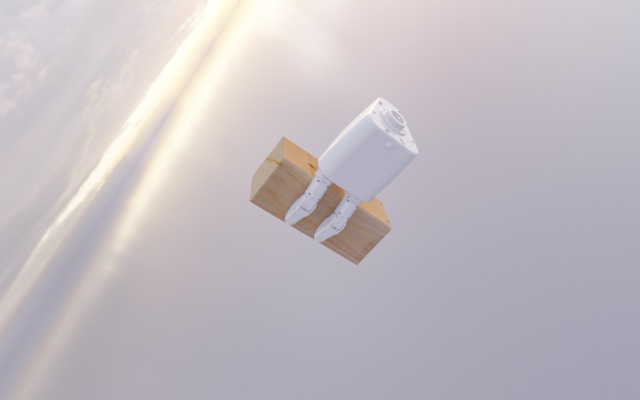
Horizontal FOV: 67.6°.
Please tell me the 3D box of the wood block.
[{"bbox_3d":[0.000,0.002,0.758,0.206,0.090,0.090,33,22,-20],"label":"wood block"}]
